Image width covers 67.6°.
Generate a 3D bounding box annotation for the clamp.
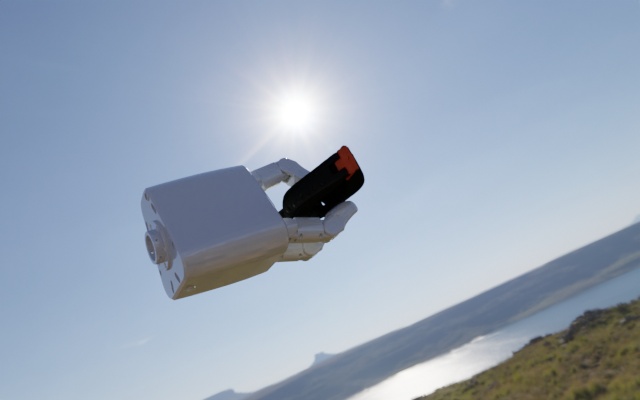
[{"bbox_3d":[0.000,0.001,0.541,0.164,0.036,0.210,-19,-17,-35],"label":"clamp"}]
